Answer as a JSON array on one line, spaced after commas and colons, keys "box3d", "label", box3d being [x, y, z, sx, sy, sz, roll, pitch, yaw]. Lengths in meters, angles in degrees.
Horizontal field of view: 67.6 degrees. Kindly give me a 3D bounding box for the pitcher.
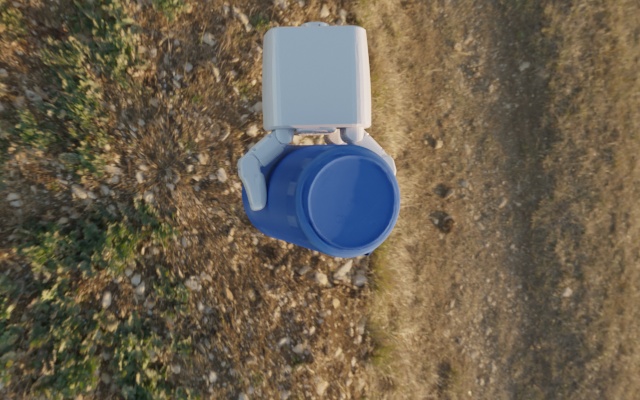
[{"box3d": [0.000, 0.002, 0.557, 0.149, 0.145, 0.243, -3, 4, -18], "label": "pitcher"}]
